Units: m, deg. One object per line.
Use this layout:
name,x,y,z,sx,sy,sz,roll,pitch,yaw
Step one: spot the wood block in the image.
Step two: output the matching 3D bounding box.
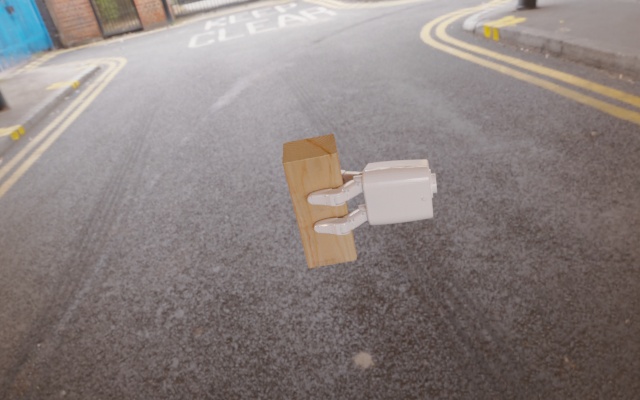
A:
wood block,0.000,0.002,0.825,0.090,0.206,0.090,-10,28,3
